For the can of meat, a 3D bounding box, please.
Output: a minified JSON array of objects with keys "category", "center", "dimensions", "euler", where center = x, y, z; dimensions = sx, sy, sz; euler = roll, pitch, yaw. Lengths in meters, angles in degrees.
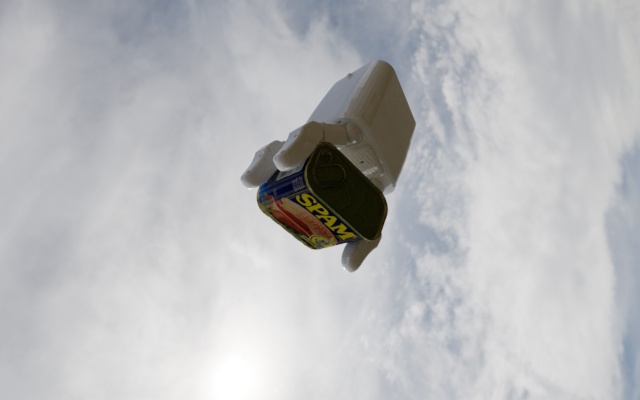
[{"category":"can of meat","center":[0.000,0.002,0.466],"dimensions":[0.102,0.057,0.084],"euler":[42,-37,-25]}]
